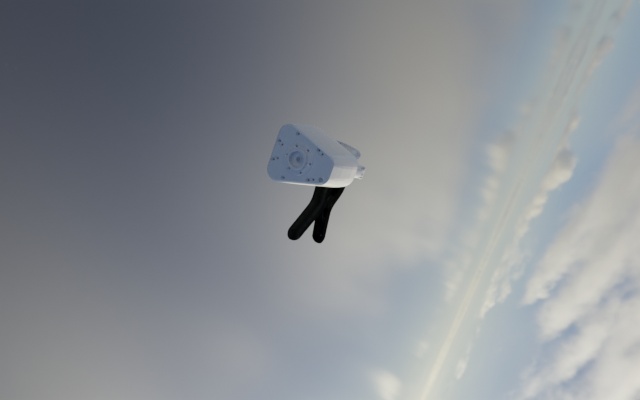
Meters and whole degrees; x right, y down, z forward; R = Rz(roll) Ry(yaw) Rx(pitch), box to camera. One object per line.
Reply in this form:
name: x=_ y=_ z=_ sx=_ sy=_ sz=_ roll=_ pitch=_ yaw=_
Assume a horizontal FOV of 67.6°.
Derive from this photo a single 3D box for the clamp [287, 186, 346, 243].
clamp: x=0.001 y=0.003 z=0.845 sx=0.039 sy=0.171 sz=0.120 roll=24 pitch=12 yaw=20
